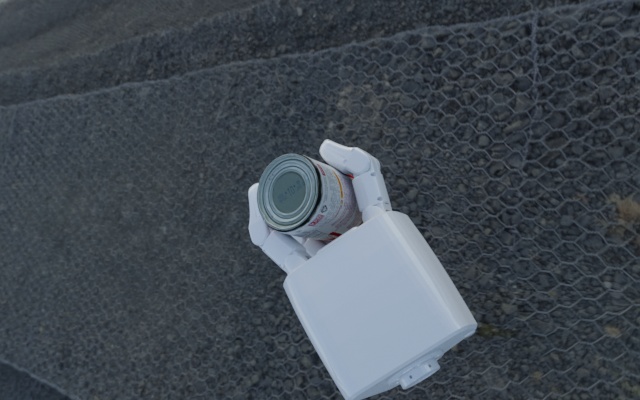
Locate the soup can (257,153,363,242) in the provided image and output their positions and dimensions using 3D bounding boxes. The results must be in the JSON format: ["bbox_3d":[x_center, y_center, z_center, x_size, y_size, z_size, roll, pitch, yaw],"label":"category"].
[{"bbox_3d":[0.000,0.001,0.431,0.068,0.068,0.102,0,-10,35],"label":"soup can"}]
